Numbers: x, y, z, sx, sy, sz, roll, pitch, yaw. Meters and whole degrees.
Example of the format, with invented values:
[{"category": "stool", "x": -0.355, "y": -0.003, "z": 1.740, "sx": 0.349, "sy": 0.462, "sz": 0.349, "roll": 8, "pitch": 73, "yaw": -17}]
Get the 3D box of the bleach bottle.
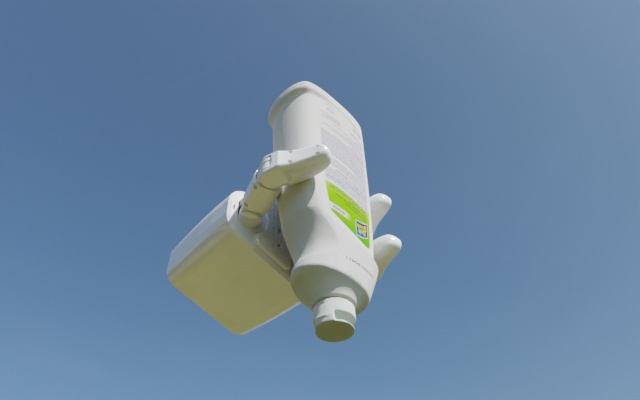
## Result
[{"category": "bleach bottle", "x": 0.000, "y": 0.001, "z": 0.419, "sx": 0.102, "sy": 0.250, "sz": 0.068, "roll": 34, "pitch": -56, "yaw": -29}]
